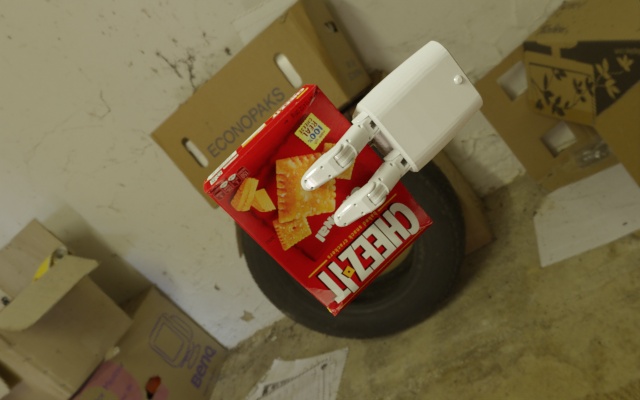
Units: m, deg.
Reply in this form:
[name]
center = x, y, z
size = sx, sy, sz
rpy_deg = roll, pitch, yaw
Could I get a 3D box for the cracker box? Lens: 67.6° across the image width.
[cracker box]
center = 0.000, 0.002, 0.548
size = 0.164, 0.214, 0.072
rpy_deg = -43, 18, 0
